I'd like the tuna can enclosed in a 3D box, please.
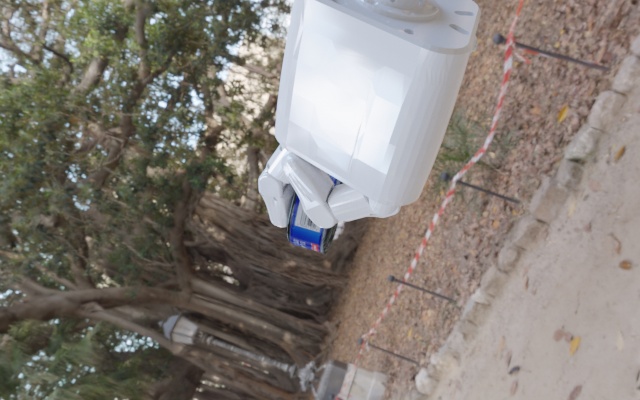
[{"bbox_3d":[0.000,0.001,0.419,0.034,0.086,0.086,16,2,8],"label":"tuna can"}]
